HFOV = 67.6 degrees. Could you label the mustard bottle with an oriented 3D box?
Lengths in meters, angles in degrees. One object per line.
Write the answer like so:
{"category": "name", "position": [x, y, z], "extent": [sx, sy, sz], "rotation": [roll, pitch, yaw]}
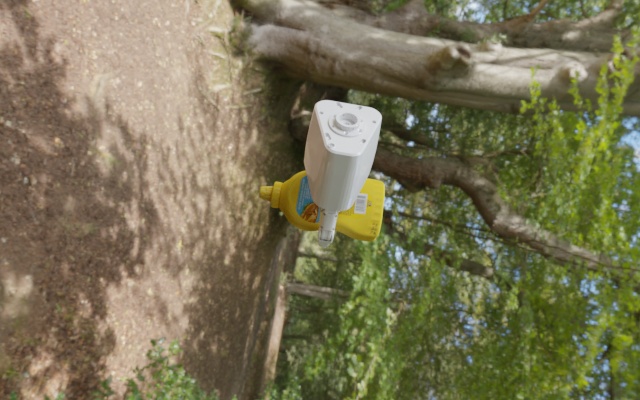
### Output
{"category": "mustard bottle", "position": [0.000, 0.003, 0.746], "extent": [0.191, 0.096, 0.058], "rotation": [9, -18, -1]}
